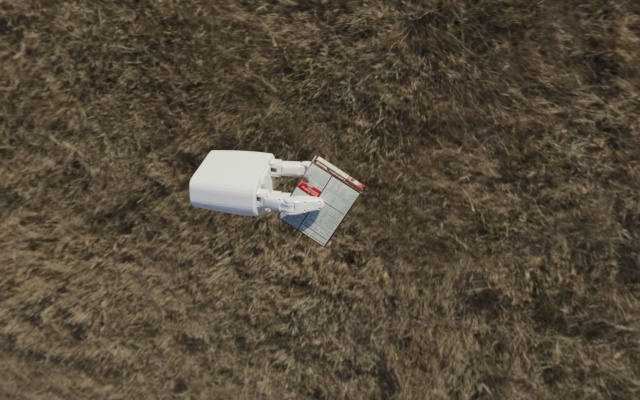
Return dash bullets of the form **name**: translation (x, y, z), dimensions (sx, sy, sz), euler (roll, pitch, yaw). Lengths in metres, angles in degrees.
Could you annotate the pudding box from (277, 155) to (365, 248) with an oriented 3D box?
- **pudding box**: translation (0.000, 0.002, 0.728), dimensions (0.090, 0.113, 0.039), euler (33, 24, -1)
